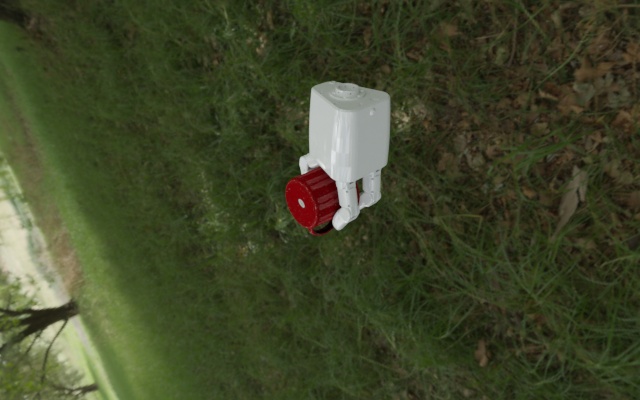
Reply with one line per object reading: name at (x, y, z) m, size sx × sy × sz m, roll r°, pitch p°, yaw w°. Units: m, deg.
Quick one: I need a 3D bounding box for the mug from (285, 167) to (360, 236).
mug at (0.000, 0.004, 0.746) m, size 0.081 × 0.117 × 0.093 m, roll -24°, pitch 38°, yaw -33°
